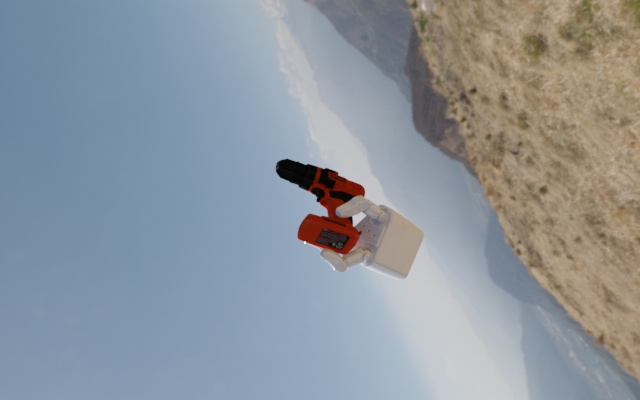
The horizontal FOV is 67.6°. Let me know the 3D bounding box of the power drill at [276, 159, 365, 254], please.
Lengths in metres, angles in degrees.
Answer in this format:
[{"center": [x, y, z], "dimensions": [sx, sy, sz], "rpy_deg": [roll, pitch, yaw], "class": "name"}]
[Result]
[{"center": [0.000, 0.003, 0.874], "dimensions": [0.184, 0.057, 0.187], "rpy_deg": [18, 36, -13], "class": "power drill"}]
